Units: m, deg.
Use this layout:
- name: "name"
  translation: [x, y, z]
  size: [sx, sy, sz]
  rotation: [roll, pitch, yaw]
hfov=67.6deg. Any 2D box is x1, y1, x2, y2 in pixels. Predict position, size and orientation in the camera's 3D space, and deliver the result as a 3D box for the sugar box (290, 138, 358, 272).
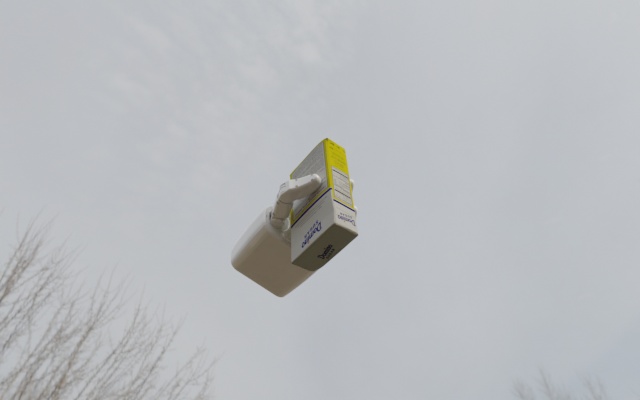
- name: "sugar box"
  translation: [0.000, 0.002, 0.657]
  size: [0.048, 0.176, 0.093]
  rotation: [26, -53, -29]
